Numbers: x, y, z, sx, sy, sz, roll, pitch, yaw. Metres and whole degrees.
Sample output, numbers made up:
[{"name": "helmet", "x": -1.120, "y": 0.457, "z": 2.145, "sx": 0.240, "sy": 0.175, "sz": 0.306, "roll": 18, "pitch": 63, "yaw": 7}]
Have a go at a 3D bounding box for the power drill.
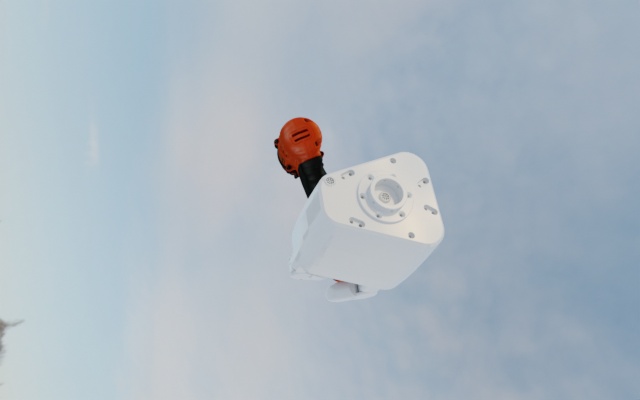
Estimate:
[{"name": "power drill", "x": 0.000, "y": 0.002, "z": 0.581, "sx": 0.057, "sy": 0.187, "sz": 0.184, "roll": -26, "pitch": -3, "yaw": -4}]
